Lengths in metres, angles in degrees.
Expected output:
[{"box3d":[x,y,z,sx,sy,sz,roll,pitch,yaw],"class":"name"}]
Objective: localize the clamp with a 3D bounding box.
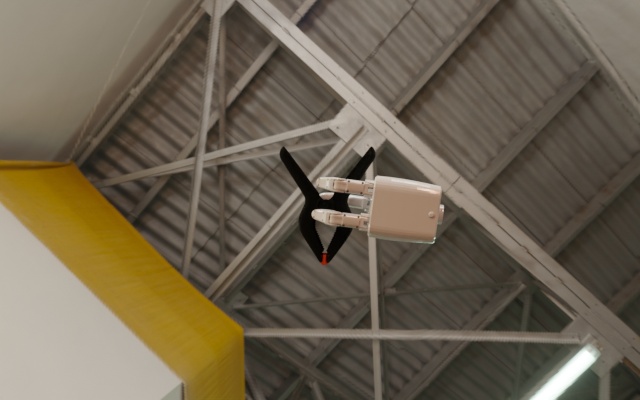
[{"box3d":[0.000,0.003,0.822,0.164,0.210,0.036,8,2,9],"class":"clamp"}]
